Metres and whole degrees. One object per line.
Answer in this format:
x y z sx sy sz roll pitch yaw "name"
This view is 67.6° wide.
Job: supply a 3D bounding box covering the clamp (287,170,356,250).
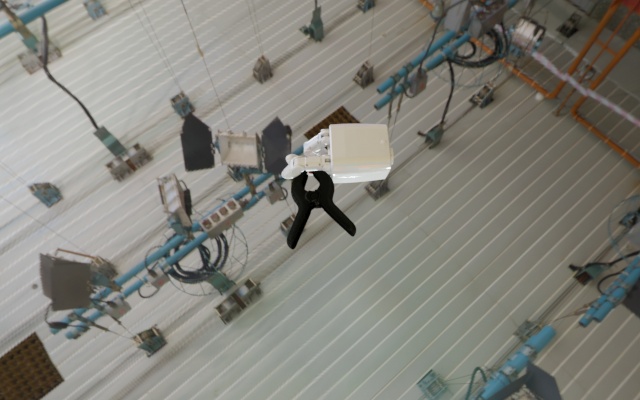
0.000 0.003 0.849 0.120 0.171 0.039 -2 -25 1 "clamp"
